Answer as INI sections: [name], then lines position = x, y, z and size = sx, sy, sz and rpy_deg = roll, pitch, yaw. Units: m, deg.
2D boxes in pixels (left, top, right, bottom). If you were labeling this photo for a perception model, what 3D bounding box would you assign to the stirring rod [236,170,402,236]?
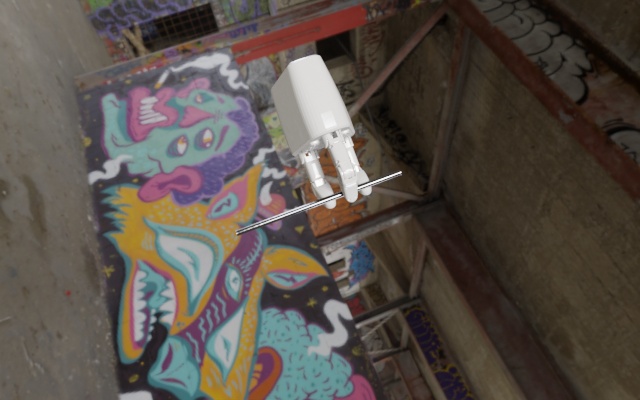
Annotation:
[stirring rod]
position = 0.000, 0.002, 0.651
size = 0.239, 0.011, 0.011
rpy_deg = -20, 3, -8
